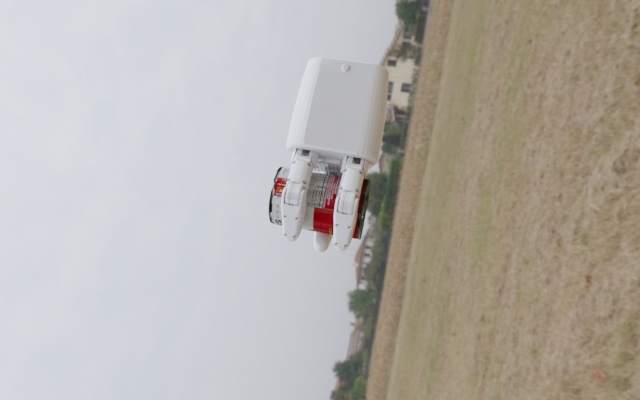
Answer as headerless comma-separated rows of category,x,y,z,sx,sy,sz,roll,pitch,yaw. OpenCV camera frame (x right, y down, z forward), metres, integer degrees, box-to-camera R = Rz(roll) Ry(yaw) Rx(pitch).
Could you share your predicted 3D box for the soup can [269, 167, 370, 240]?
soup can,0.000,0.002,0.533,0.102,0.068,0.068,10,1,8
